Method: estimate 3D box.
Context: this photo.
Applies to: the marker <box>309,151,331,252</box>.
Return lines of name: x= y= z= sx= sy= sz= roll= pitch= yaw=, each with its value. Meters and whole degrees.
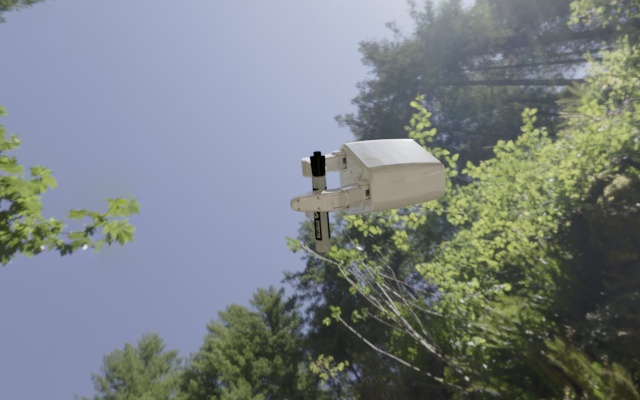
marker: x=0.000 y=0.002 z=0.565 sx=0.020 sy=0.121 sz=0.020 roll=-3 pitch=15 yaw=1
